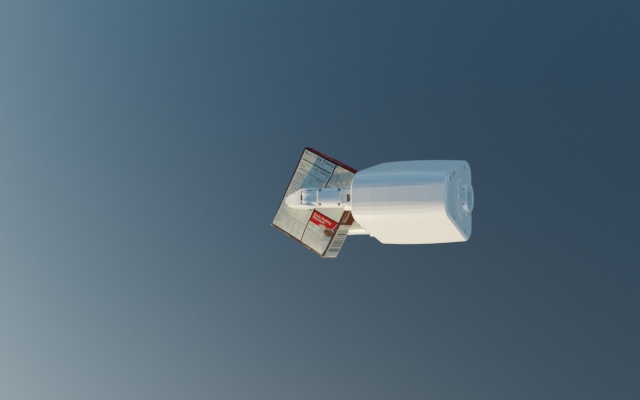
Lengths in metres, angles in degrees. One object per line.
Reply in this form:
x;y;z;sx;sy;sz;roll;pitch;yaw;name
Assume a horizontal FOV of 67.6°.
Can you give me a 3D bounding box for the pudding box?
0.000;0.002;0.595;0.090;0.113;0.039;30;9;28;pudding box
